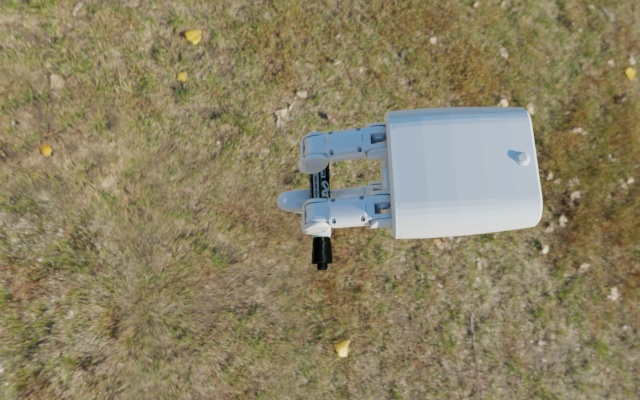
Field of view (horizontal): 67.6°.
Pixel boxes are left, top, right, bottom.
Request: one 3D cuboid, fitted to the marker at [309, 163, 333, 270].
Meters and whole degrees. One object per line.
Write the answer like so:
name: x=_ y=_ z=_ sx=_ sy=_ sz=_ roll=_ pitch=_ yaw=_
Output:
marker: x=0.000 y=0.001 z=0.428 sx=0.020 sy=0.121 sz=0.020 roll=-2 pitch=-13 yaw=0
